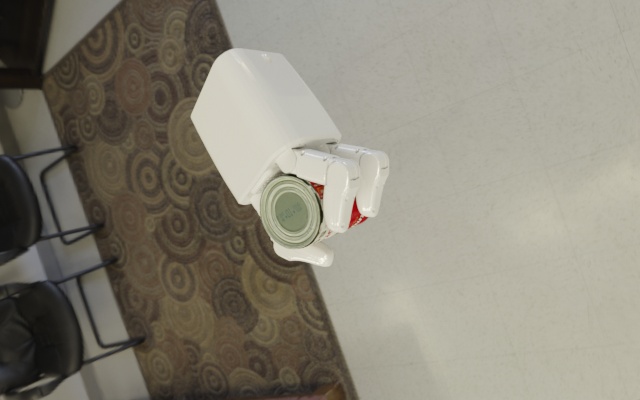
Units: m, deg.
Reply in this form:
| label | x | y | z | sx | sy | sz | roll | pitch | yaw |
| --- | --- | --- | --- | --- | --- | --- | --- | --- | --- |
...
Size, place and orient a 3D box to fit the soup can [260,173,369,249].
| label | x | y | z | sx | sy | sz | roll | pitch | yaw |
| --- | --- | --- | --- | --- | --- | --- | --- | --- | --- |
| soup can | 0.000 | 0.002 | 0.449 | 0.068 | 0.068 | 0.102 | 0 | 10 | 33 |
